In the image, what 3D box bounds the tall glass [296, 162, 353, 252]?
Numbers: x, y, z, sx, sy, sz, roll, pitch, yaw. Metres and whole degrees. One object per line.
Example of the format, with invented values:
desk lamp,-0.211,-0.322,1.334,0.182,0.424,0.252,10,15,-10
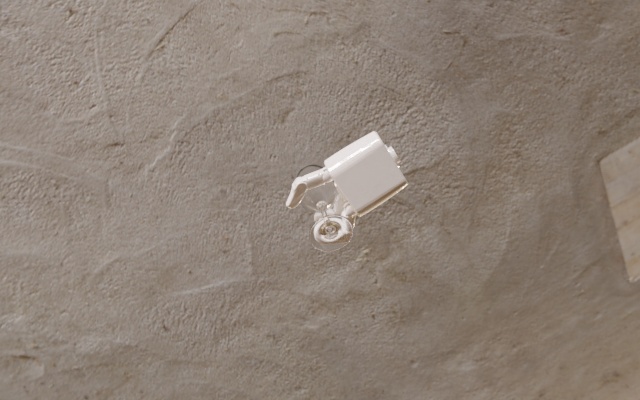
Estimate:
tall glass,0.000,0.003,0.869,0.079,0.079,0.201,0,31,-13
